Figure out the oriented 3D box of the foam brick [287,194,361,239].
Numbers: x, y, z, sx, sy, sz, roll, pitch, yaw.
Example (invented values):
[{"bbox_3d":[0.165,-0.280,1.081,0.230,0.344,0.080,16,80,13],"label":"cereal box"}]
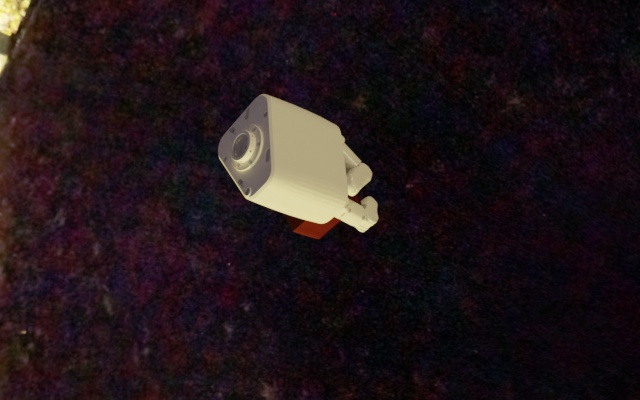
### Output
[{"bbox_3d":[0.000,0.002,0.582,0.051,0.053,0.078,17,-49,-44],"label":"foam brick"}]
